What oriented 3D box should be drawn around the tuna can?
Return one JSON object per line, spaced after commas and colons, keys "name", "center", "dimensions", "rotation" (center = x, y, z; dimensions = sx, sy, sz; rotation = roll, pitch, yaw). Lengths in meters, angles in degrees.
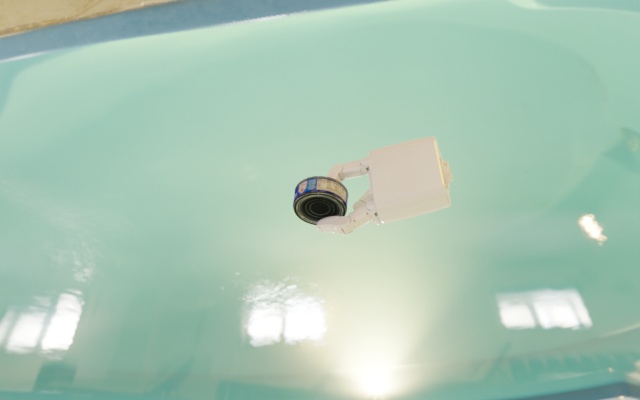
{"name": "tuna can", "center": [0.000, 0.003, 0.745], "dimensions": [0.086, 0.033, 0.086], "rotation": [4, -39, 3]}
